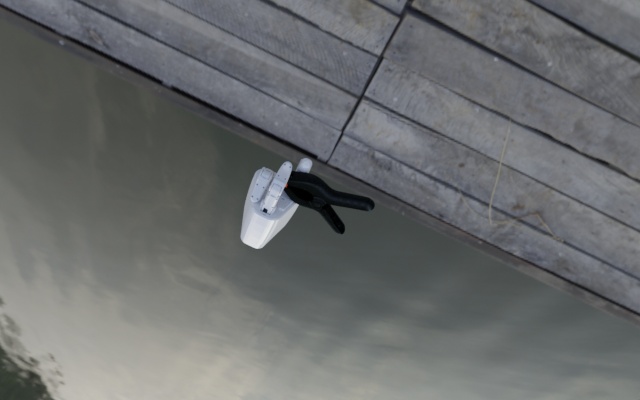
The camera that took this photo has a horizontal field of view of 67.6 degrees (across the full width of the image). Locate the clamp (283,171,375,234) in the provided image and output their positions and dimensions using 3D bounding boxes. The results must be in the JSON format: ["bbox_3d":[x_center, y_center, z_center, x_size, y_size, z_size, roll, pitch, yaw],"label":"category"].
[{"bbox_3d":[0.000,0.003,0.862,0.171,0.039,0.120,26,-43,-4],"label":"clamp"}]
